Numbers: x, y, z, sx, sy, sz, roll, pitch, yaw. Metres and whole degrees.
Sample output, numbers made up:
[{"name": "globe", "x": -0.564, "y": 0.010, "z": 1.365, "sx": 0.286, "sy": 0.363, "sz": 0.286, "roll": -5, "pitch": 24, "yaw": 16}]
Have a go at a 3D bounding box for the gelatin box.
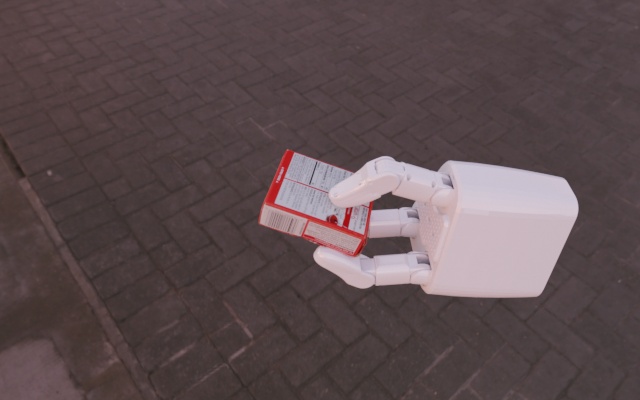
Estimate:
[{"name": "gelatin box", "x": 0.000, "y": 0.001, "z": 0.410, "sx": 0.089, "sy": 0.073, "sz": 0.030, "roll": 19, "pitch": -46, "yaw": -3}]
